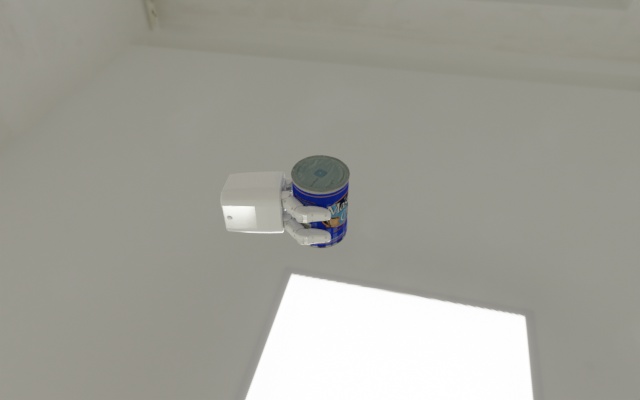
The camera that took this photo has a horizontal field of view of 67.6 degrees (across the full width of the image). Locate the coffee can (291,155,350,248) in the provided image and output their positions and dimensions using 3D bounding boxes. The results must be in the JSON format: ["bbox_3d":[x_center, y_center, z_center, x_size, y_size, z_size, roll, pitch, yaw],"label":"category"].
[{"bbox_3d":[0.000,0.003,0.878,0.103,0.140,0.102,0,42,0],"label":"coffee can"}]
